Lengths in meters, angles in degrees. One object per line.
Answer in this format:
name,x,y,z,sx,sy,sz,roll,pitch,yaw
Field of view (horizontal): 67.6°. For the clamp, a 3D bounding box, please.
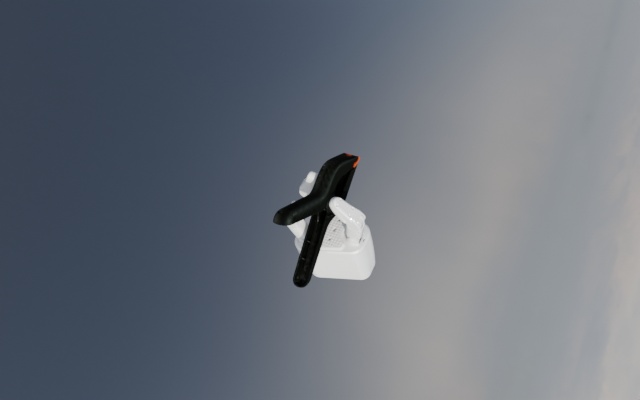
clamp,0.001,0.002,0.676,0.036,0.210,0.165,18,-28,21
